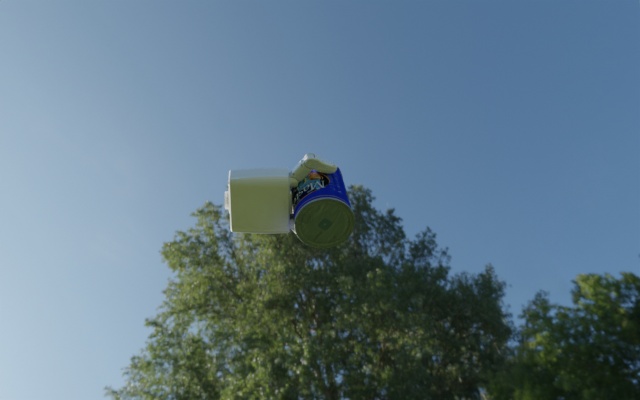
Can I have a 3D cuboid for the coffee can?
[{"bbox_3d":[0.000,0.003,0.856,0.103,0.103,0.140,0,33,-7],"label":"coffee can"}]
